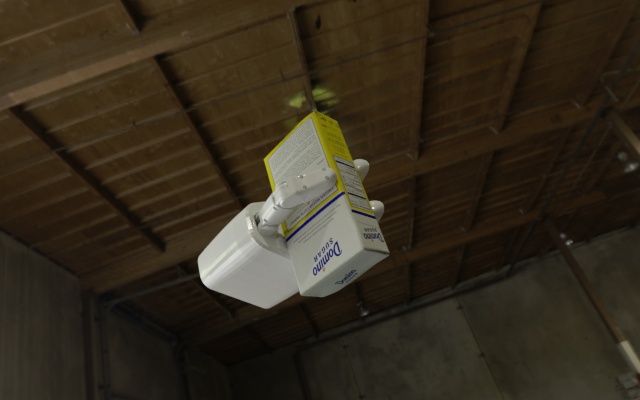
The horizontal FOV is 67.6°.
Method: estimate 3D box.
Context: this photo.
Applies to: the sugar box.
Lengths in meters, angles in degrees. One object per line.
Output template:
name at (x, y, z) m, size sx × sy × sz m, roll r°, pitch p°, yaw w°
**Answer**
sugar box at (0.000, 0.002, 0.500) m, size 0.048 × 0.176 × 0.093 m, roll 14°, pitch -44°, yaw -44°
